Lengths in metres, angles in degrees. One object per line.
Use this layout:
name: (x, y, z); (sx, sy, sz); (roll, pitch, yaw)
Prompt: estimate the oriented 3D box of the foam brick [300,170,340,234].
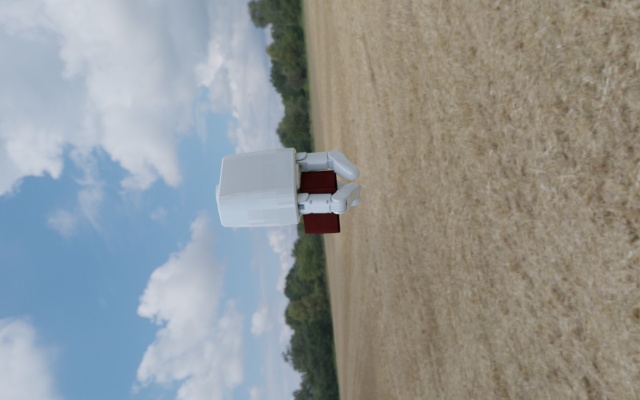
foam brick: (0.000, 0.003, 0.684); (0.051, 0.078, 0.053); (-4, 31, 1)
